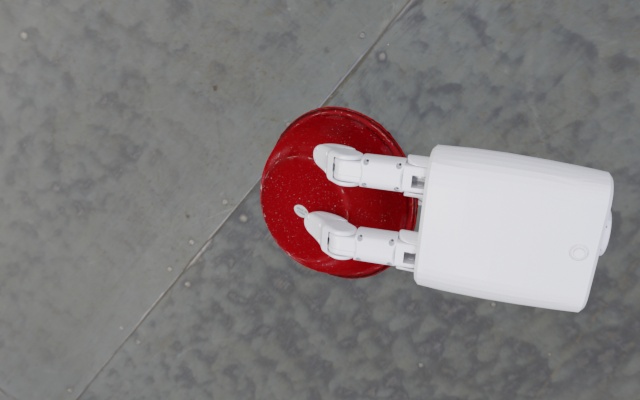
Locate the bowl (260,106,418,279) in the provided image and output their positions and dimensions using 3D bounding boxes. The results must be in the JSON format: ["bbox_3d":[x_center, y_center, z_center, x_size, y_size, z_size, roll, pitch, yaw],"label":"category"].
[{"bbox_3d":[-0.001,0.002,0.420,0.162,0.162,0.055,0,14,36],"label":"bowl"}]
